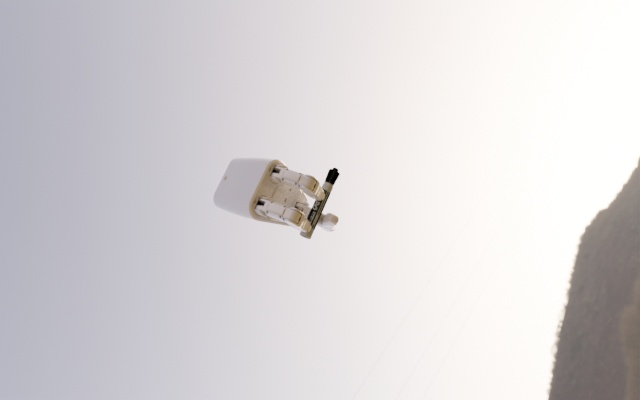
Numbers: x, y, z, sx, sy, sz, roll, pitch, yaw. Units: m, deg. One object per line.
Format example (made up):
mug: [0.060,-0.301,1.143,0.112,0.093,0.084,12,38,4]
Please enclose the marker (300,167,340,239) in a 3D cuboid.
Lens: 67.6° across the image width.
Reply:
marker: [0.000,0.002,0.745,0.020,0.121,0.020,23,-14,6]
